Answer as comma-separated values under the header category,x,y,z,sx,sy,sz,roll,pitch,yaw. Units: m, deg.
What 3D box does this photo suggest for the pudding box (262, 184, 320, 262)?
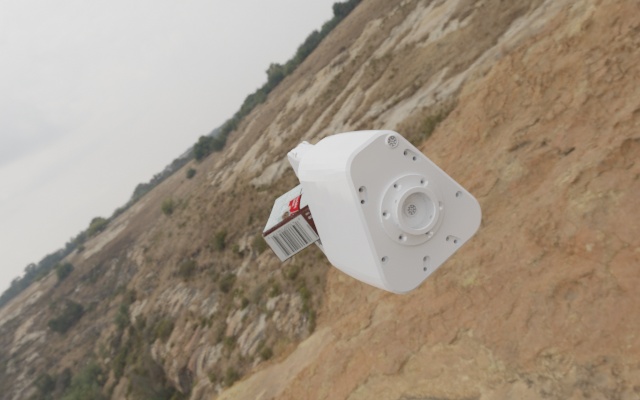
category,x,y,z,sx,sy,sz,roll,pitch,yaw
pudding box,0.000,0.001,0.480,0.113,0.039,0.090,-31,16,15
